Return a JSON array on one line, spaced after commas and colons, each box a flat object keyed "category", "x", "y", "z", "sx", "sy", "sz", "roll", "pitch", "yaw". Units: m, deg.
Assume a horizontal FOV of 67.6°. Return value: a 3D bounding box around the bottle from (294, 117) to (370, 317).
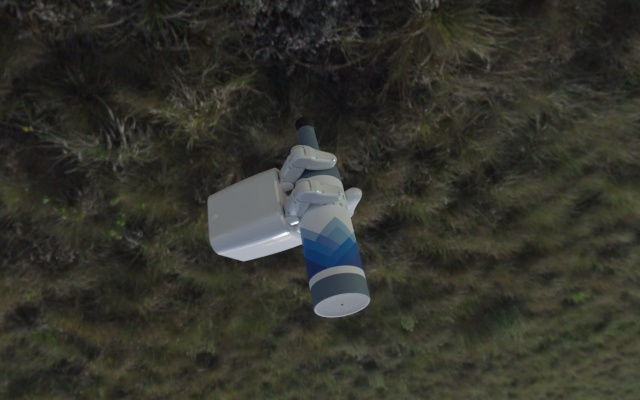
[{"category": "bottle", "x": 0.000, "y": 0.002, "z": 0.630, "sx": 0.069, "sy": 0.295, "sz": 0.069, "roll": -8, "pitch": -35, "yaw": -6}]
